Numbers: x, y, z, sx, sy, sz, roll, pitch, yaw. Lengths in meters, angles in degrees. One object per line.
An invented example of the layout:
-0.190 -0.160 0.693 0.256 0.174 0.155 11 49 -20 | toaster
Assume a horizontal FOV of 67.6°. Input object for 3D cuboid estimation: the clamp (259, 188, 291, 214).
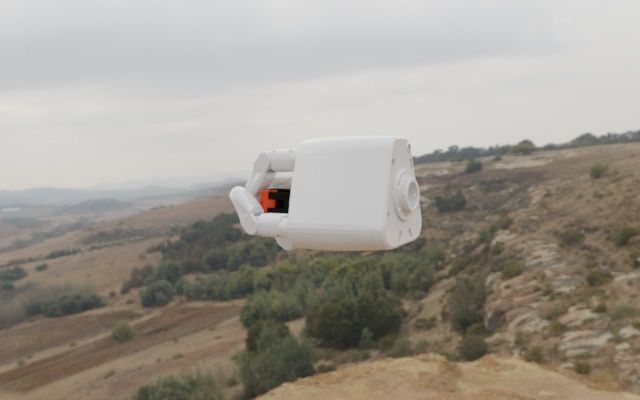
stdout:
0.000 0.001 0.586 0.120 0.039 0.171 1 5 32 | clamp
